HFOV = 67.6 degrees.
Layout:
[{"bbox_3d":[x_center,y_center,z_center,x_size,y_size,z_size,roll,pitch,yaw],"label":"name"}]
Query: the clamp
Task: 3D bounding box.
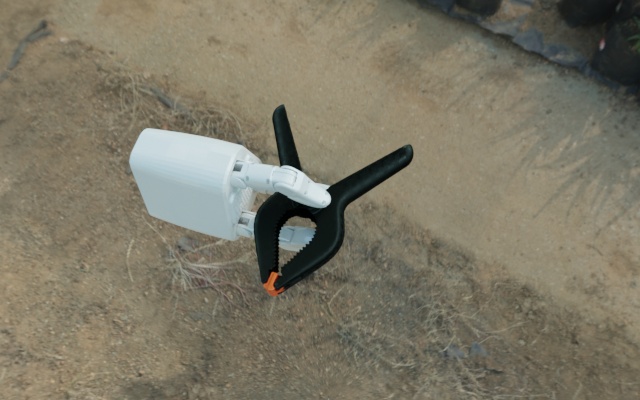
[{"bbox_3d":[0.000,0.002,0.498,0.164,0.210,0.036,13,-22,11],"label":"clamp"}]
